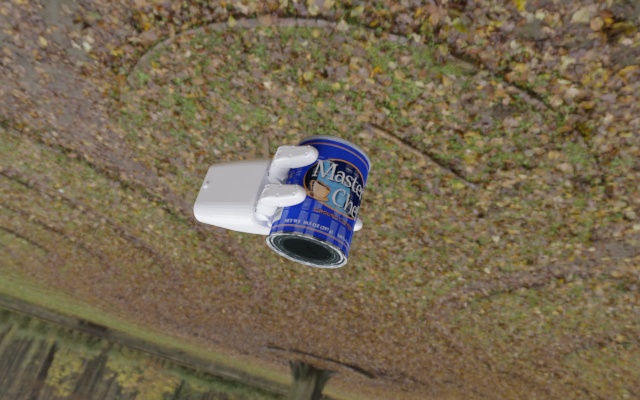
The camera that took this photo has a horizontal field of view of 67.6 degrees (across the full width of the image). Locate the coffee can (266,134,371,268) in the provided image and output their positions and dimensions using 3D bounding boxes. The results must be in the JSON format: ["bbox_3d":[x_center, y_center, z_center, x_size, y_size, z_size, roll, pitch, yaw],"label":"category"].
[{"bbox_3d":[0.000,0.002,0.612,0.103,0.140,0.103,13,-25,6],"label":"coffee can"}]
